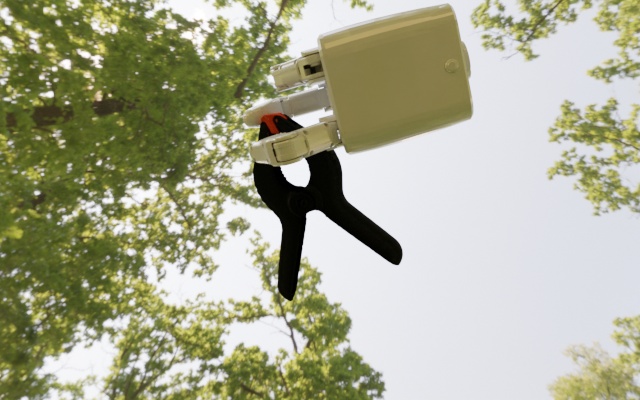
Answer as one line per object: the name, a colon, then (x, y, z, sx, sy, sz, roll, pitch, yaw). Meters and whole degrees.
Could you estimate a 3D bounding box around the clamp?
clamp: (0.000, 0.001, 0.423, 0.120, 0.171, 0.039, -14, 13, 7)
